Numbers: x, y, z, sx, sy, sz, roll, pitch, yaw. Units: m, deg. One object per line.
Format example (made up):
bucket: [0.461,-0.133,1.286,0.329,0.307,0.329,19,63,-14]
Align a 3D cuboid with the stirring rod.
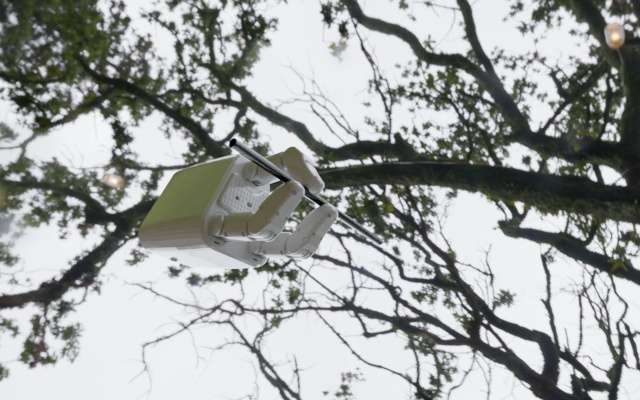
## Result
stirring rod: [0.000,0.001,0.454,0.011,0.011,0.240,0,-22,37]
